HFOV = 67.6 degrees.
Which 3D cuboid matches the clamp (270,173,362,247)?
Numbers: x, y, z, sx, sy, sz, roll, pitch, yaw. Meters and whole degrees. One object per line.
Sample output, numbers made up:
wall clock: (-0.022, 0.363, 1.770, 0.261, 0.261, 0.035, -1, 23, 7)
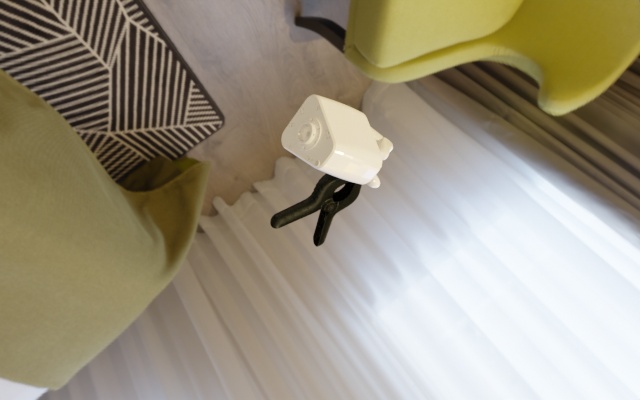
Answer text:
clamp: (0.001, 0.003, 0.775, 0.120, 0.171, 0.039, 14, 30, -44)
